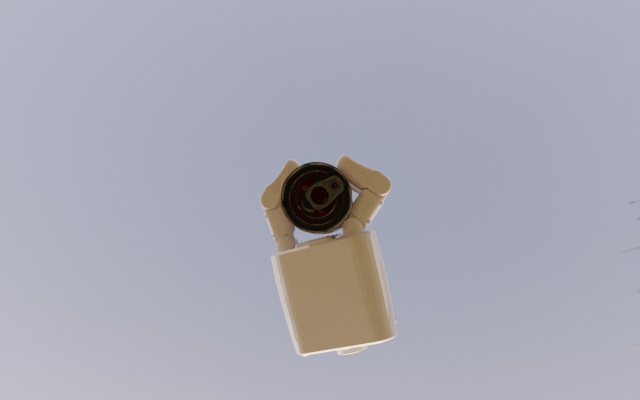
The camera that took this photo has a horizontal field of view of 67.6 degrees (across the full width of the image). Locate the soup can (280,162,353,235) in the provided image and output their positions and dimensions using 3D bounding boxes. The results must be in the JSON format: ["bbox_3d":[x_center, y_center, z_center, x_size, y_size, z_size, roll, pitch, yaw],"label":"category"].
[{"bbox_3d":[0.000,0.001,0.497,0.068,0.068,0.102,0,-5,5],"label":"soup can"}]
